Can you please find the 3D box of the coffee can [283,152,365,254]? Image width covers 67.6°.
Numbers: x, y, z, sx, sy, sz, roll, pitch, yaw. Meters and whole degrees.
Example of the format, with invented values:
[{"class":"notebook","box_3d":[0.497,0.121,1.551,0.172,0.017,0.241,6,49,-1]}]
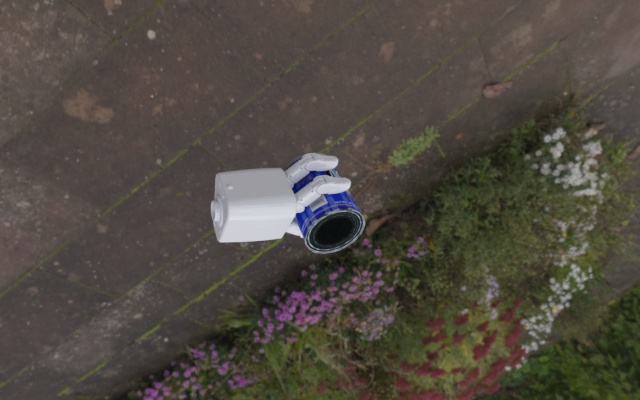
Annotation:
[{"class":"coffee can","box_3d":[0.000,0.003,0.798,0.103,0.103,0.140,0,43,-28]}]
